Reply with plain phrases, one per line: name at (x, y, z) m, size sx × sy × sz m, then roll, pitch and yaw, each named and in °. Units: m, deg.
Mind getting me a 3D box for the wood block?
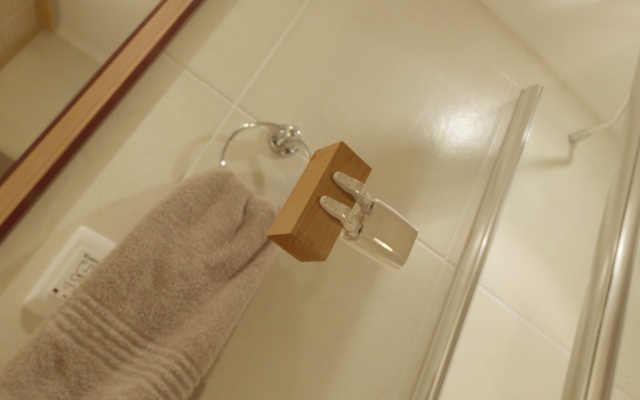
wood block at (0.000, 0.003, 0.886) m, size 0.090 × 0.206 × 0.091 m, roll 40°, pitch -27°, yaw -23°
